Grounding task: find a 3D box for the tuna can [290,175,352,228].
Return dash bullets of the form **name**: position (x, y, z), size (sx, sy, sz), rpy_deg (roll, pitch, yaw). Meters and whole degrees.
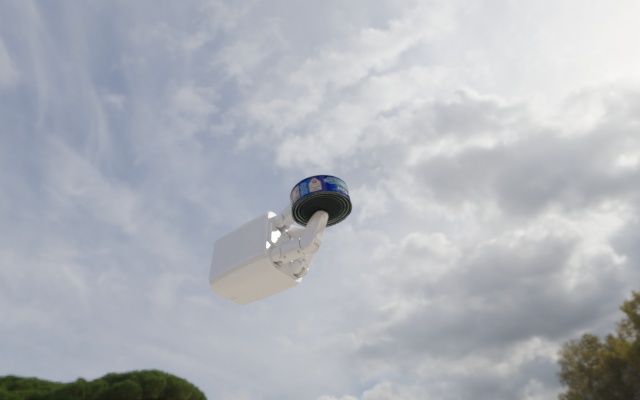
- **tuna can**: position (0.000, 0.002, 0.674), size (0.086, 0.033, 0.086), rpy_deg (-6, -36, -5)
